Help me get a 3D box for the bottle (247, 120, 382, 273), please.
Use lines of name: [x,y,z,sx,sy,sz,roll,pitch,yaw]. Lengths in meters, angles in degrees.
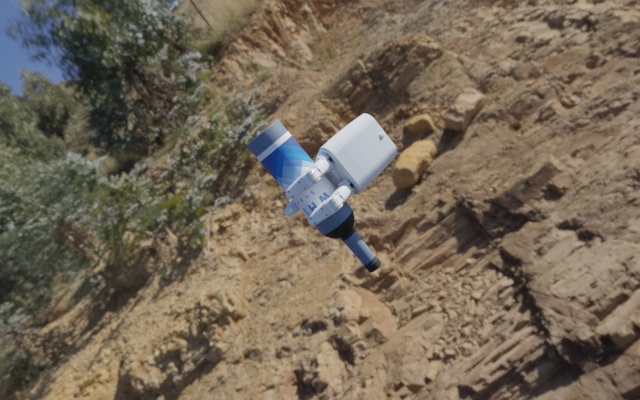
bottle: [0.000,0.002,0.789,0.069,0.296,0.069,-39,9,7]
